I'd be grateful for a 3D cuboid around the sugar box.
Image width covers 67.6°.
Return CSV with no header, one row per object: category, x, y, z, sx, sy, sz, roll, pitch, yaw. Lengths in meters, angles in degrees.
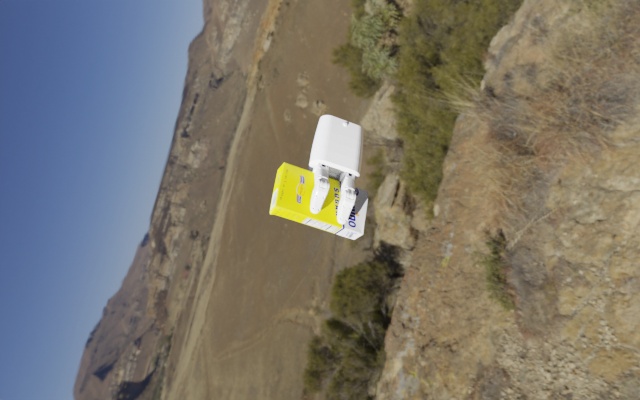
sugar box,0.000,0.003,0.881,0.176,0.093,0.048,17,-26,-16
